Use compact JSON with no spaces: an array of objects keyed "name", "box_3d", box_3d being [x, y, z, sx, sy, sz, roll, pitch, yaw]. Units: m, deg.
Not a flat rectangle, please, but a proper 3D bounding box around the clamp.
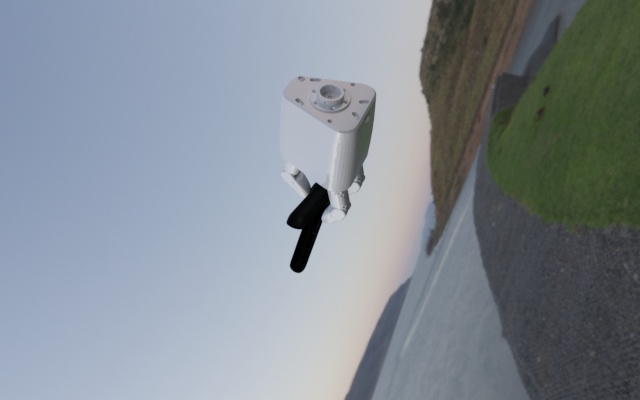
[{"name":"clamp","box_3d":[0.000,0.002,0.724,0.036,0.210,0.165,22,-35,9]}]
